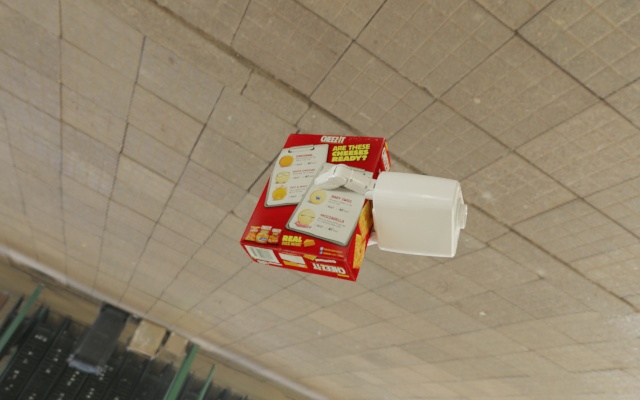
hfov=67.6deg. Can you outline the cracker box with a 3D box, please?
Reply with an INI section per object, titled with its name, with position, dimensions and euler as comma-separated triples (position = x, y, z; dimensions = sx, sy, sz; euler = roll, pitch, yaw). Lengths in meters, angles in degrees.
[cracker box]
position = 0.000, 0.002, 0.712
dimensions = 0.164, 0.213, 0.072
euler = 6, -34, 23
